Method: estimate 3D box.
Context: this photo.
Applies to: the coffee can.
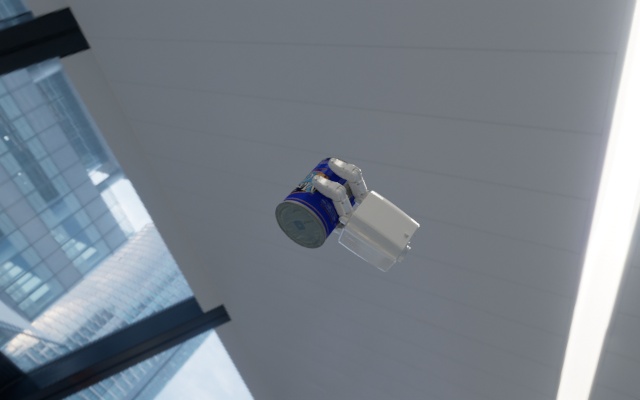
[{"bbox_3d":[0.000,0.003,0.861,0.103,0.103,0.140,0,37,41],"label":"coffee can"}]
